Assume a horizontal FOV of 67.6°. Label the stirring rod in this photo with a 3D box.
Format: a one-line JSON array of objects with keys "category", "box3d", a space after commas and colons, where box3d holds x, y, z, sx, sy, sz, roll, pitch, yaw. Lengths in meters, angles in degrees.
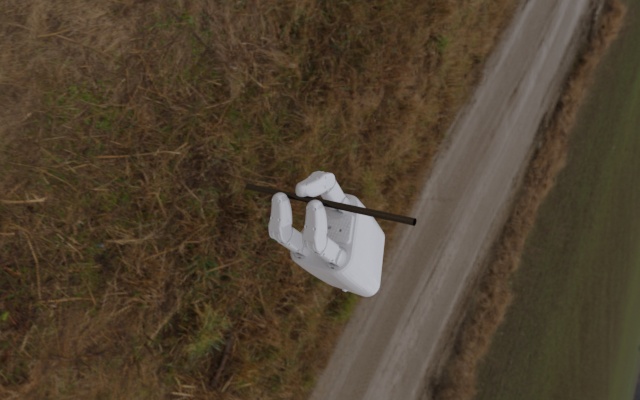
[{"category": "stirring rod", "box3d": [0.000, 0.002, 0.552, 0.239, 0.011, 0.011, 12, 7, 36]}]
